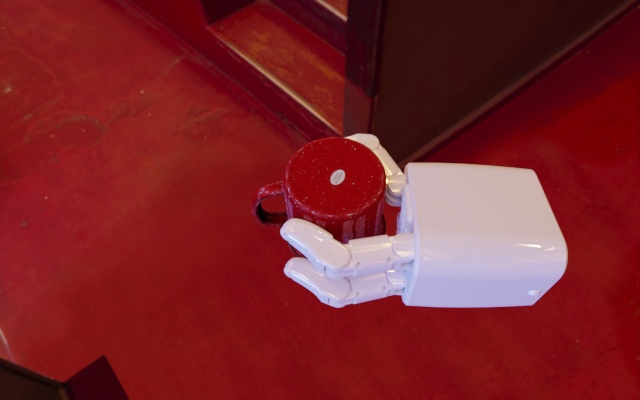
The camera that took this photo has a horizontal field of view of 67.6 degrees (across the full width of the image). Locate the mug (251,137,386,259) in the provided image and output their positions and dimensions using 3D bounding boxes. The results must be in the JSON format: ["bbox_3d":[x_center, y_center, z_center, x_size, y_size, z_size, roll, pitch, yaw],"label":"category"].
[{"bbox_3d":[-0.001,0.001,0.403,0.117,0.093,0.082,0,-33,1],"label":"mug"}]
